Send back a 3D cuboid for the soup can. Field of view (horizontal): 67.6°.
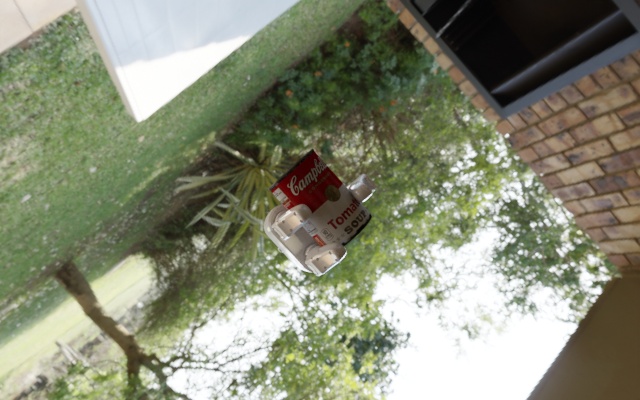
[{"bbox_3d":[0.001,0.002,0.538,0.068,0.102,0.068,-42,4,3],"label":"soup can"}]
